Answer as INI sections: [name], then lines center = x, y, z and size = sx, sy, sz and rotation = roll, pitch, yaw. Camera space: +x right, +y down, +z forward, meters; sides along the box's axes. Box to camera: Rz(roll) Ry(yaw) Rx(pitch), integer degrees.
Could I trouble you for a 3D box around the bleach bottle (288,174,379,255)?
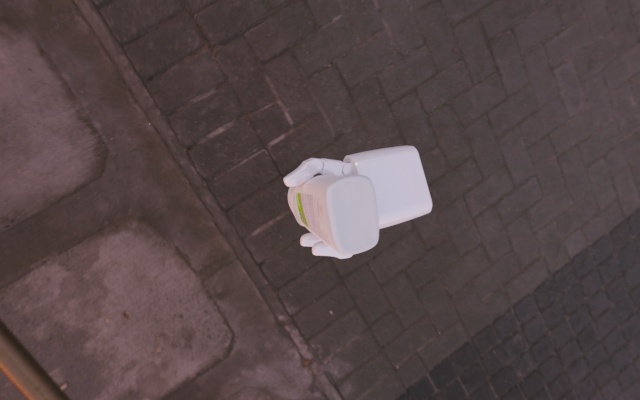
[bleach bottle]
center = 0.000, 0.002, 0.697
size = 0.068, 0.102, 0.251
rotation = -13, 13, -17
